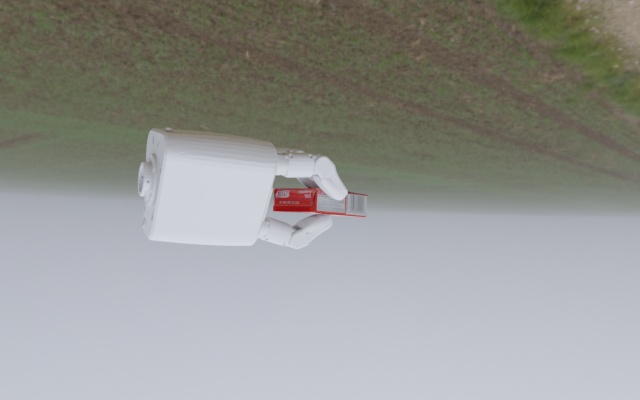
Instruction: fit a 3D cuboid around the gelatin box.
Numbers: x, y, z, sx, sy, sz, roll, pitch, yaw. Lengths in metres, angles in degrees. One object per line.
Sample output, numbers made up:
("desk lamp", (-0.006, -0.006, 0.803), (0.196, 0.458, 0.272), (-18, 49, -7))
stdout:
("gelatin box", (0.000, 0.002, 0.567), (0.089, 0.030, 0.073), (6, -3, -43))
